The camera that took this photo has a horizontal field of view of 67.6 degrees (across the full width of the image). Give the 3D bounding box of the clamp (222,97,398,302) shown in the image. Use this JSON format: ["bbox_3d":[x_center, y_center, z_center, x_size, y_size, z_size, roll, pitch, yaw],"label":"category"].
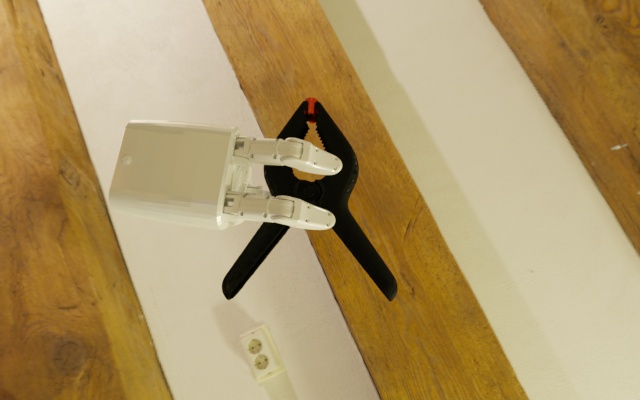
[{"bbox_3d":[0.000,0.001,0.471,0.164,0.210,0.036,7,-14,3],"label":"clamp"}]
